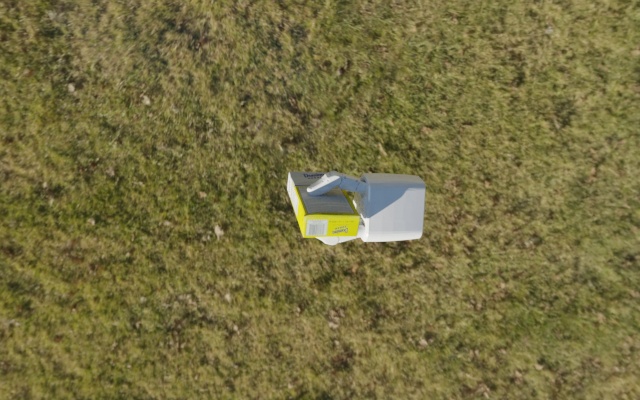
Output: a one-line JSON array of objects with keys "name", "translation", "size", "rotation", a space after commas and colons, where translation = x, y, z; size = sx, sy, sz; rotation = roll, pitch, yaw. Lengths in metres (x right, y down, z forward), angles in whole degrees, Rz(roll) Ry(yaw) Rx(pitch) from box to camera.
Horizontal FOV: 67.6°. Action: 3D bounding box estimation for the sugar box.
[{"name": "sugar box", "translation": [0.000, 0.003, 0.834], "size": [0.093, 0.048, 0.176], "rotation": [1, 24, -13]}]
